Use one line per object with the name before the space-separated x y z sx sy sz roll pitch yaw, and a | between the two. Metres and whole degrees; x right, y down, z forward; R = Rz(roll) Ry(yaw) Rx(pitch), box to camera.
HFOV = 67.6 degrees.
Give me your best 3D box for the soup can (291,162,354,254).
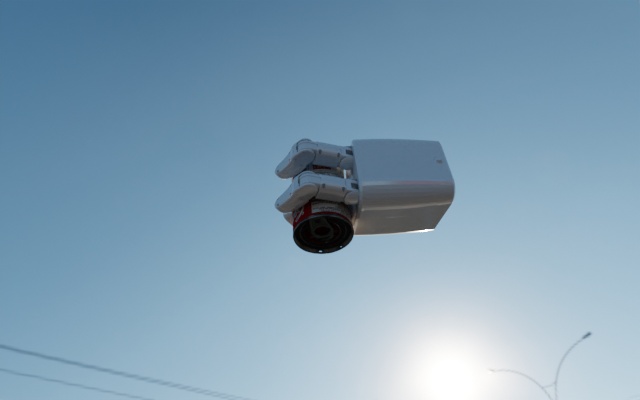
soup can | 0.000 0.002 0.561 0.068 0.102 0.069 -3 -42 -3
